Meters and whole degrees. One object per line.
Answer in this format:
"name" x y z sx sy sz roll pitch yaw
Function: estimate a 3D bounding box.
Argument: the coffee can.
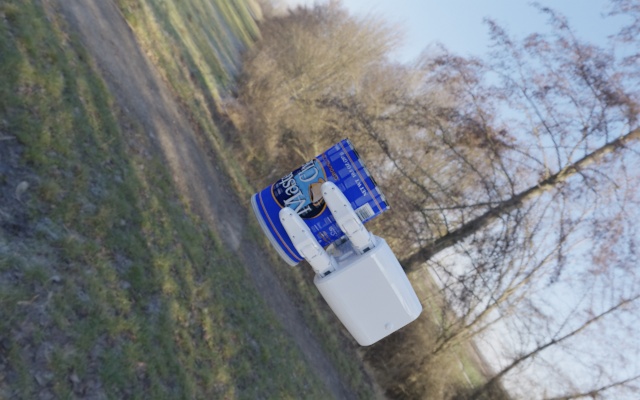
"coffee can" 0.000 0.002 0.592 0.140 0.103 0.103 -31 -3 5
